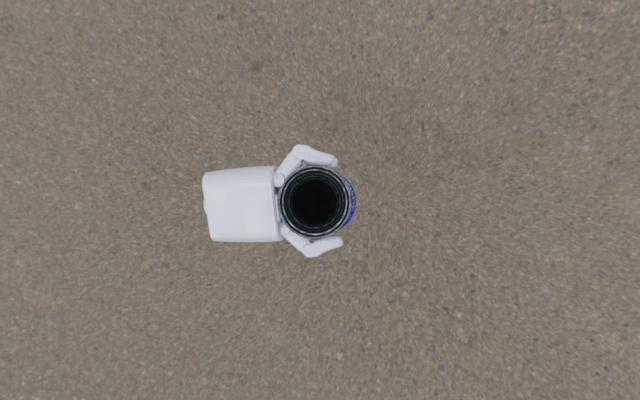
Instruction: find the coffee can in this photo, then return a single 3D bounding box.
[{"bbox_3d":[0.000,0.002,0.721,0.103,0.103,0.140,0,0,7],"label":"coffee can"}]
